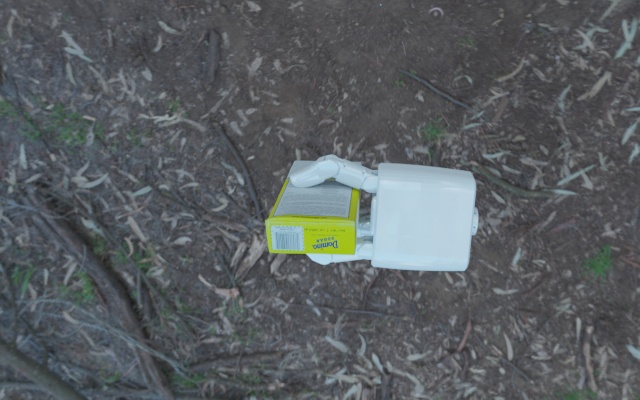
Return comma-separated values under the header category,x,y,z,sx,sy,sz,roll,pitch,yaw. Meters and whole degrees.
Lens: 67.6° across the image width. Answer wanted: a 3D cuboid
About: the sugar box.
category,x,y,z,sx,sy,sz,roll,pitch,yaw
sugar box,0.000,0.002,0.561,0.093,0.048,0.176,2,22,7
